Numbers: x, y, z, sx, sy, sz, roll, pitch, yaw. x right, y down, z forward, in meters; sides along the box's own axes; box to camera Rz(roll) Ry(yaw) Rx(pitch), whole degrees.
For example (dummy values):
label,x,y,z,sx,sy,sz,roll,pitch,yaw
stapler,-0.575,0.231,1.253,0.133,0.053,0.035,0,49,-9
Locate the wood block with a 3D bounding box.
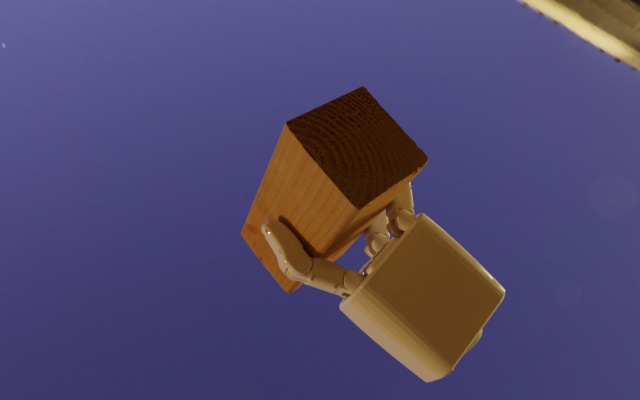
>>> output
label,x,y,z,sx,sy,sz,roll,pitch,yaw
wood block,0.000,0.002,0.461,0.091,0.090,0.206,-32,-13,-32
